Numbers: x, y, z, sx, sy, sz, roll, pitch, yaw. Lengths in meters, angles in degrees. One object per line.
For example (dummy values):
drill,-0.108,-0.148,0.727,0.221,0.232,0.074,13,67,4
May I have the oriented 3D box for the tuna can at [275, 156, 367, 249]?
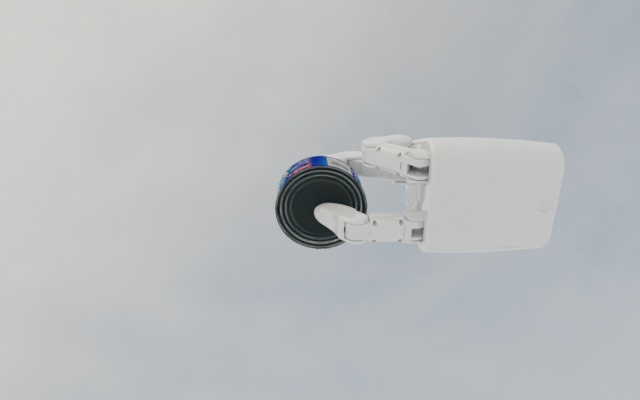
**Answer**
tuna can,0.000,0.001,0.457,0.086,0.086,0.033,0,25,-3
